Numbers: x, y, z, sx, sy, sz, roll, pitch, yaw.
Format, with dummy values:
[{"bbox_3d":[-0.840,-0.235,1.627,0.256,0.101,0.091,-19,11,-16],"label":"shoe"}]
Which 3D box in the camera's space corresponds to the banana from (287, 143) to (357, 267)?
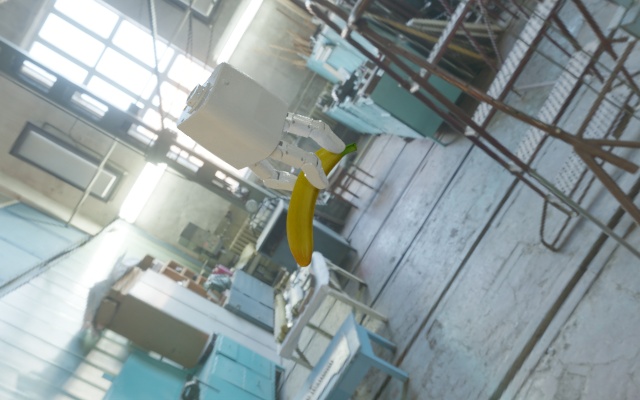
[{"bbox_3d":[-0.013,-0.003,0.687,0.069,0.197,0.037,8,-19,41],"label":"banana"}]
